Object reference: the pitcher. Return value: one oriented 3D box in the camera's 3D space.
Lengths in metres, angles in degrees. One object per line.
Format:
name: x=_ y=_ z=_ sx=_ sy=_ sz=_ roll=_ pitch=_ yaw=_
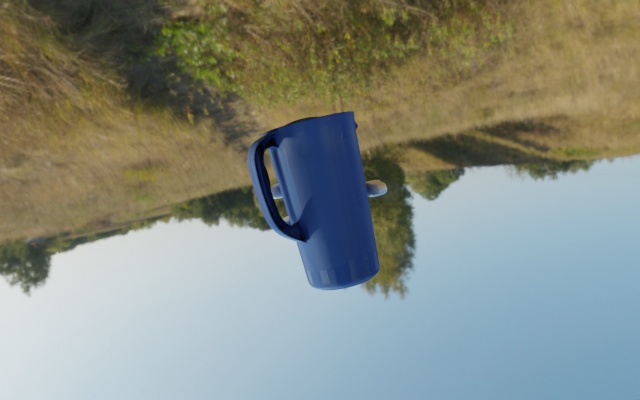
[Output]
pitcher: x=0.000 y=0.002 z=0.686 sx=0.149 sy=0.243 sz=0.145 roll=-12 pitch=5 yaw=9
